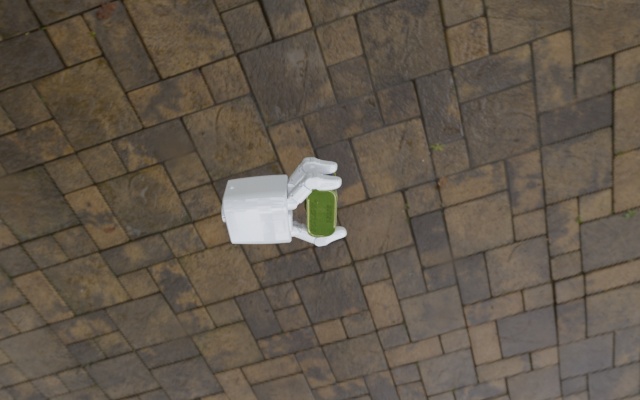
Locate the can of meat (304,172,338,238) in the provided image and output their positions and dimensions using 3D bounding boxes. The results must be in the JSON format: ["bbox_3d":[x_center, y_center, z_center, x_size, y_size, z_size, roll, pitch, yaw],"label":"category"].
[{"bbox_3d":[0.000,0.003,0.837,0.057,0.102,0.084,-1,29,-2],"label":"can of meat"}]
